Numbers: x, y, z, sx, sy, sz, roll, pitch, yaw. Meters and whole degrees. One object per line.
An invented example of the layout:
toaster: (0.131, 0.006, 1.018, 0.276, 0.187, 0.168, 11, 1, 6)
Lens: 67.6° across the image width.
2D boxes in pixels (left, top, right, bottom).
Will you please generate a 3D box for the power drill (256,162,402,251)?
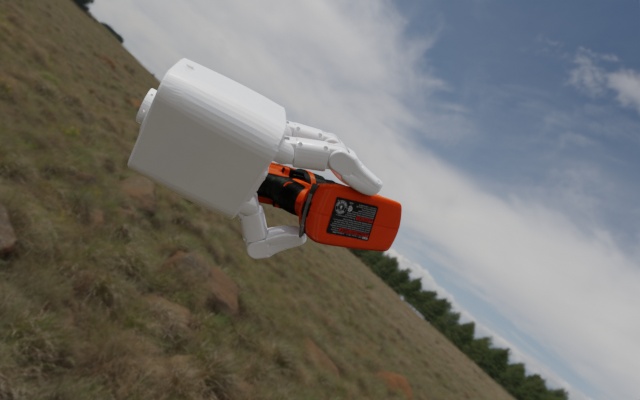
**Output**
power drill: (0.000, 0.002, 0.527, 0.184, 0.057, 0.187, 10, 6, -34)
